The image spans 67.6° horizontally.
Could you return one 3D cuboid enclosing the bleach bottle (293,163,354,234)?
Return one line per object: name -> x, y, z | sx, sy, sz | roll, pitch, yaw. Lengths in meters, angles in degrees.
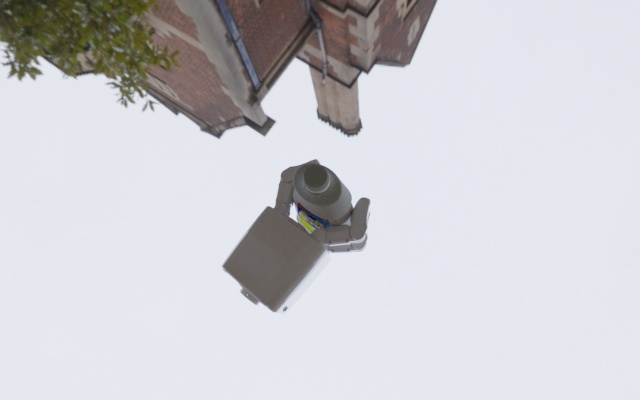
bleach bottle -> 0.000, 0.002, 0.665 | 0.102, 0.068, 0.251 | 37, -9, 14
